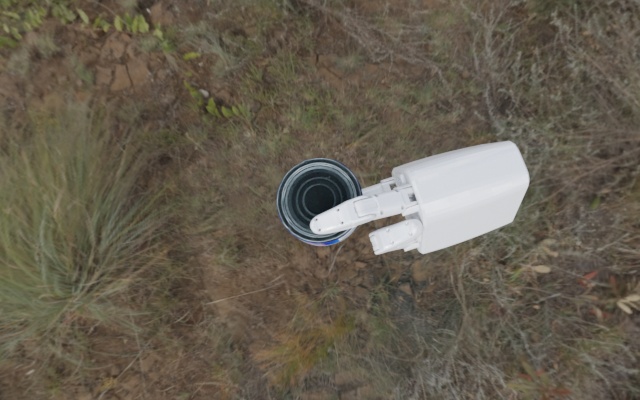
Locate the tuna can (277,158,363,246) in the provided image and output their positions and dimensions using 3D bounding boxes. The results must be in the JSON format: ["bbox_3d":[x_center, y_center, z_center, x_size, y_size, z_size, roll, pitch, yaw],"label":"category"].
[{"bbox_3d":[0.000,0.001,0.474,0.086,0.086,0.034,0,-8,6],"label":"tuna can"}]
